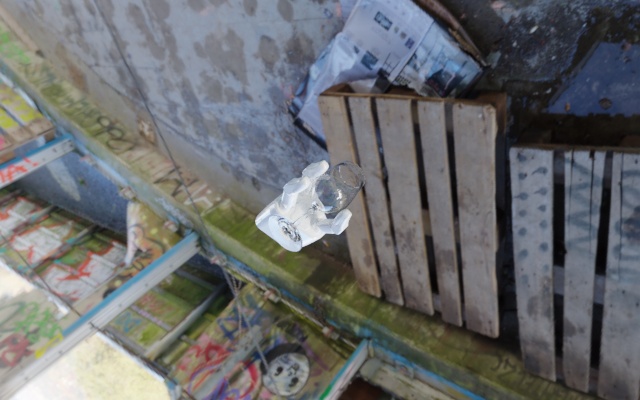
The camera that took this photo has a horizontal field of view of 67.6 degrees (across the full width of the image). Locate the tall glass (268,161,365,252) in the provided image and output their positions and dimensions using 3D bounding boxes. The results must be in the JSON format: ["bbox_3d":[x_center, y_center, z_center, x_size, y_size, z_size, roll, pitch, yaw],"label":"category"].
[{"bbox_3d":[0.000,0.003,0.856,0.079,0.079,0.201,0,32,45],"label":"tall glass"}]
